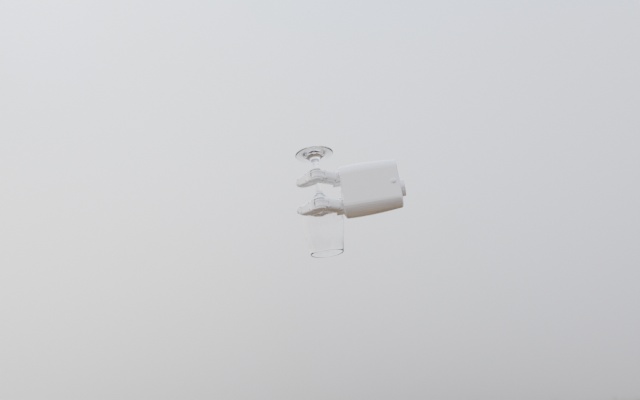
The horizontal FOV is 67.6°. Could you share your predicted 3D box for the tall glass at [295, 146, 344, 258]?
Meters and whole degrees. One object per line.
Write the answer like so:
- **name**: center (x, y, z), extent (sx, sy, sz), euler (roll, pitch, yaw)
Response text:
- **tall glass**: center (0.000, 0.002, 0.899), extent (0.079, 0.201, 0.079), euler (-6, -18, -2)
